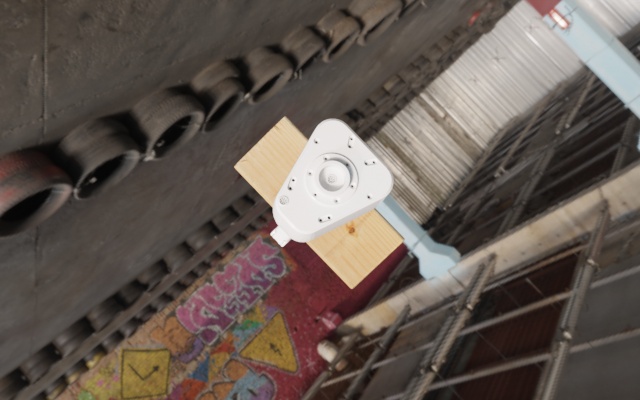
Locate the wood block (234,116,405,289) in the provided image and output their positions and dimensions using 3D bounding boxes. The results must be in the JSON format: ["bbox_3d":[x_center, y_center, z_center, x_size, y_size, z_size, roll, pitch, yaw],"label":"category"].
[{"bbox_3d":[0.000,0.002,0.613,0.091,0.206,0.090,-44,-2,3],"label":"wood block"}]
